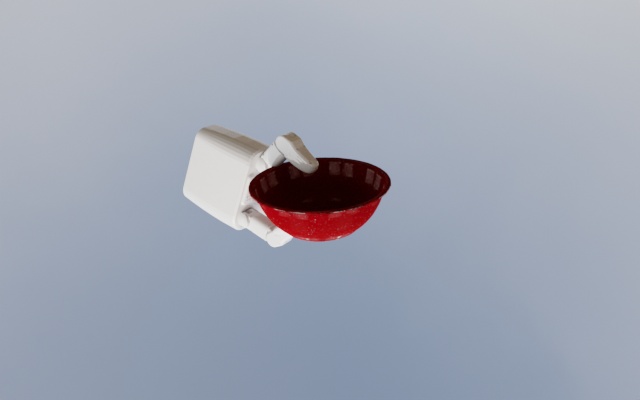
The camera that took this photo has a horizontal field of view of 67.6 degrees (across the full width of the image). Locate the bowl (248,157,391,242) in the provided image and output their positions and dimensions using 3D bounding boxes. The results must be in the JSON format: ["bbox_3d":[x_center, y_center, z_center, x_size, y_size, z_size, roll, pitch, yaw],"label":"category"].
[{"bbox_3d":[0.001,0.003,0.551,0.162,0.055,0.162,-3,24,1],"label":"bowl"}]
